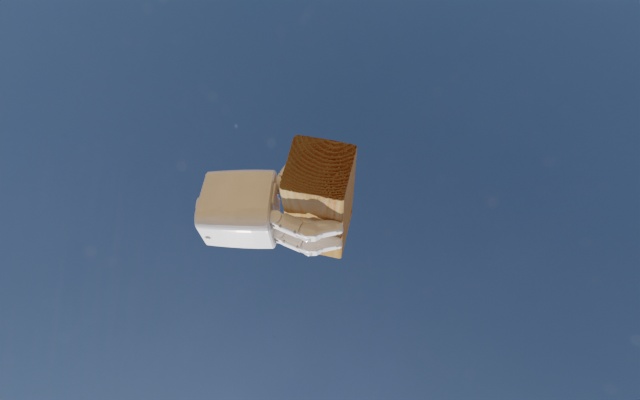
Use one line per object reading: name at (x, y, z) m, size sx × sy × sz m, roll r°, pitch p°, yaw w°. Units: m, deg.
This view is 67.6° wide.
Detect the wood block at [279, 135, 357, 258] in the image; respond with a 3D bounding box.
wood block at (0.000, 0.002, 0.722) m, size 0.090 × 0.090 × 0.206 m, roll 11°, pitch -27°, yaw 7°
